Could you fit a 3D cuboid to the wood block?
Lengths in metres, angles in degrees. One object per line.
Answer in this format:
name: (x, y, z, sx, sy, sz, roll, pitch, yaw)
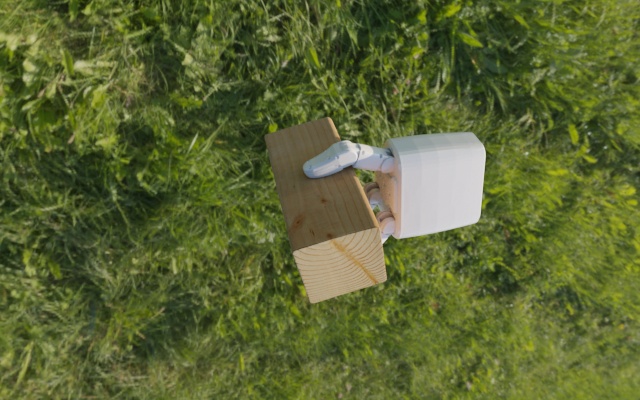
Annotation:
wood block: (0.000, 0.002, 0.561, 0.090, 0.091, 0.206, -16, 43, -3)
